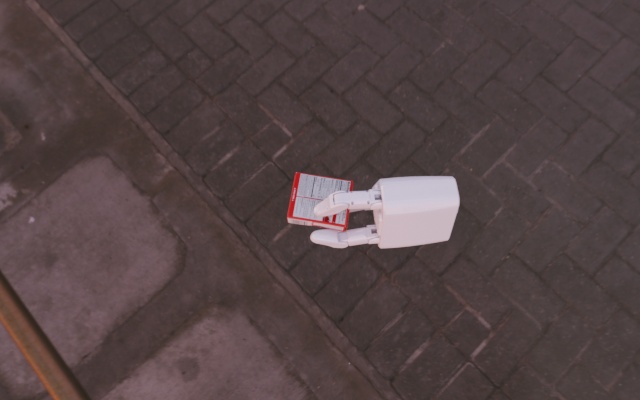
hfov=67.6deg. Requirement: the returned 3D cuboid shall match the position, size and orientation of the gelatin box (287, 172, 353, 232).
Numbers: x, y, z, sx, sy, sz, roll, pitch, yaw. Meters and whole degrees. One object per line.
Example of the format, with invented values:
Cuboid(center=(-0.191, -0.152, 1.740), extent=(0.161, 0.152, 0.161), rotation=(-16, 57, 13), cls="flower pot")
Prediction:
Cuboid(center=(0.000, 0.002, 0.707), extent=(0.089, 0.073, 0.030), rotation=(9, -19, 0), cls="gelatin box")
